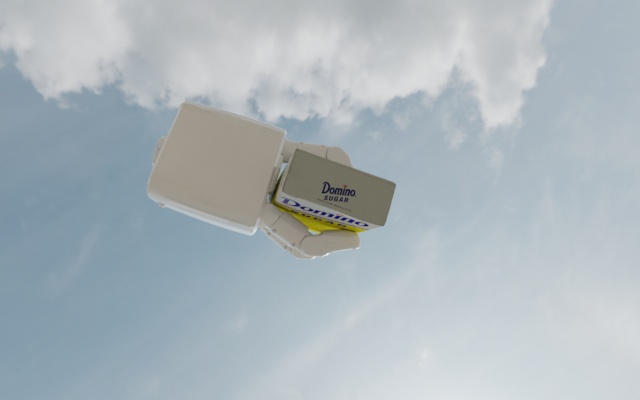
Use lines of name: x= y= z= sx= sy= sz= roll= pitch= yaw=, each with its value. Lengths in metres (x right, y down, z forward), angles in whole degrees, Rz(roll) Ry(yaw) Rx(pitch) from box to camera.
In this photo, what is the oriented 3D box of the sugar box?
sugar box: x=0.000 y=0.002 z=0.475 sx=0.093 sy=0.048 sz=0.176 roll=19 pitch=-9 yaw=-7
